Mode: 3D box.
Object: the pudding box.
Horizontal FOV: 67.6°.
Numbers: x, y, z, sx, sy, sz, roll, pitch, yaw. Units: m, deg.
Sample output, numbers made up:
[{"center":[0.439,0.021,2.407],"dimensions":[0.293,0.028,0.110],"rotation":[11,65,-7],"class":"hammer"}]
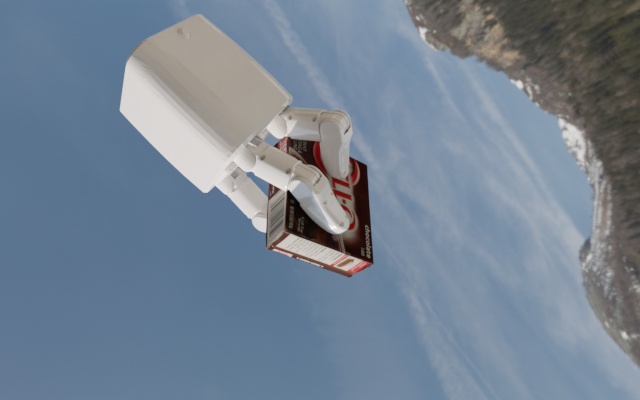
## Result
[{"center":[0.000,0.001,0.422],"dimensions":[0.090,0.113,0.039],"rotation":[22,-39,-28],"class":"pudding box"}]
